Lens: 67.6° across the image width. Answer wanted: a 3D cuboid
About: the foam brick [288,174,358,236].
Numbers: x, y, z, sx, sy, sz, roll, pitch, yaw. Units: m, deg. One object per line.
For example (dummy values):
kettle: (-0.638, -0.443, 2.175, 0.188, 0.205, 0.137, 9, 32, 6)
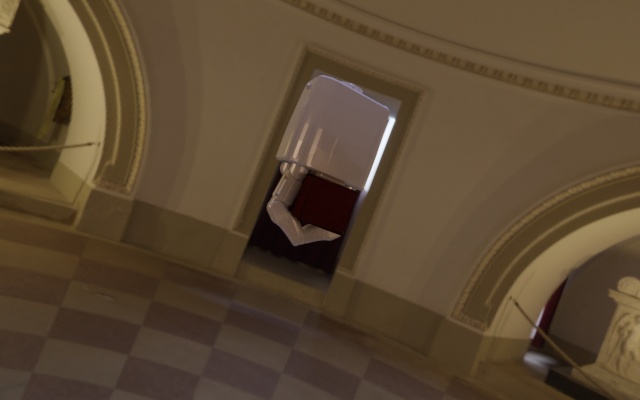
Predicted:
foam brick: (0.000, 0.002, 0.541, 0.053, 0.051, 0.078, 21, 1, -15)
